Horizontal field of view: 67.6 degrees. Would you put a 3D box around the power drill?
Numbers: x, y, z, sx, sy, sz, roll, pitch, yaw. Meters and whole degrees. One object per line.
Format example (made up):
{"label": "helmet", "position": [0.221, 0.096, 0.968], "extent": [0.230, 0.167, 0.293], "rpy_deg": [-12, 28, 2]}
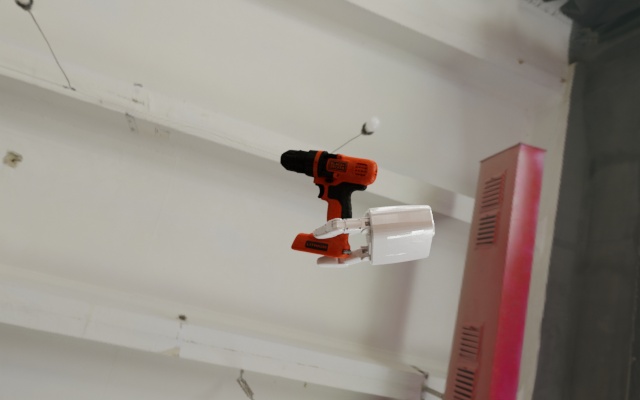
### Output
{"label": "power drill", "position": [0.000, 0.003, 0.865], "extent": [0.184, 0.187, 0.057], "rpy_deg": [10, -1, 19]}
